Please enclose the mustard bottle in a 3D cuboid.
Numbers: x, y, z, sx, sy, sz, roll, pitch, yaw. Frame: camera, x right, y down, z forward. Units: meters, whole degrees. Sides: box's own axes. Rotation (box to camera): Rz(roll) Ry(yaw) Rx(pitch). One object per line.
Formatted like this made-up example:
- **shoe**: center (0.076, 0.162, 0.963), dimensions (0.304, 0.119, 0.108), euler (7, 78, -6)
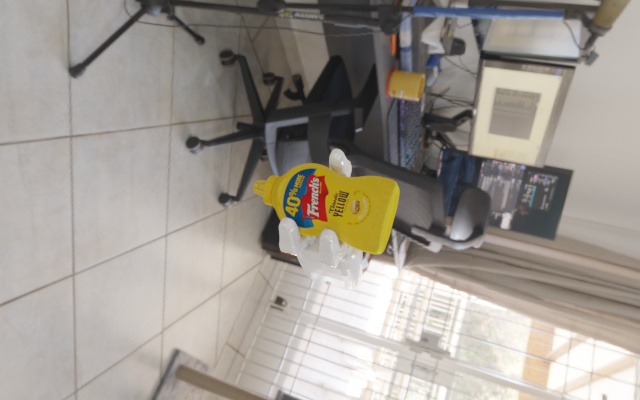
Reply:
- **mustard bottle**: center (0.000, 0.002, 0.626), dimensions (0.191, 0.096, 0.058), euler (13, -7, 18)
